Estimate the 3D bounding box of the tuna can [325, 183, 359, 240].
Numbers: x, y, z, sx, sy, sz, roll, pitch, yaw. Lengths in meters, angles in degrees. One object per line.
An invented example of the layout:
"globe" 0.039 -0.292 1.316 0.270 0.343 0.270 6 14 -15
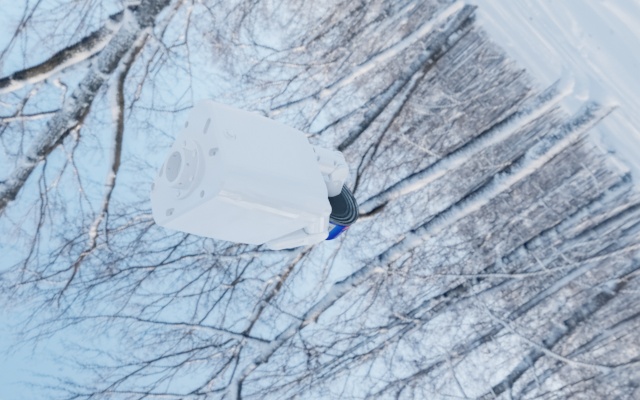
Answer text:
"tuna can" 0.000 0.002 0.533 0.086 0.086 0.034 0 -38 -50
